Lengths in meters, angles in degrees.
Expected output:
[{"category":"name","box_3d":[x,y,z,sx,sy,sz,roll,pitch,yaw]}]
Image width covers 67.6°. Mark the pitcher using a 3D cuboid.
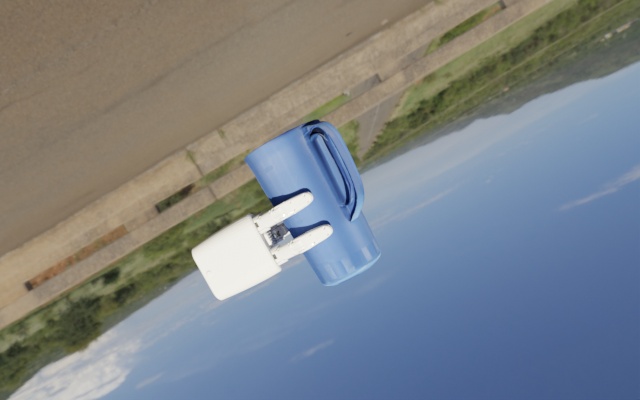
[{"category":"pitcher","box_3d":[0.000,0.003,0.742,0.145,0.243,0.149,-29,2,1]}]
